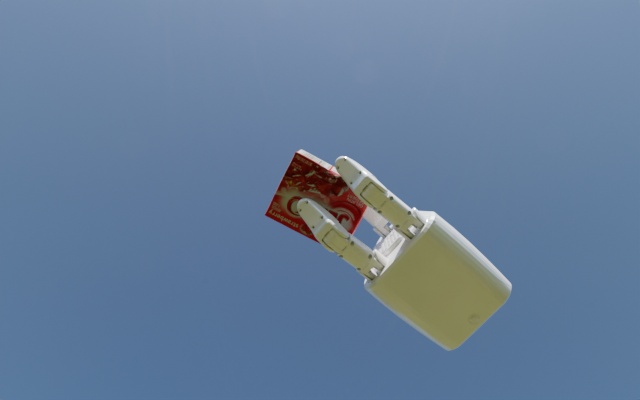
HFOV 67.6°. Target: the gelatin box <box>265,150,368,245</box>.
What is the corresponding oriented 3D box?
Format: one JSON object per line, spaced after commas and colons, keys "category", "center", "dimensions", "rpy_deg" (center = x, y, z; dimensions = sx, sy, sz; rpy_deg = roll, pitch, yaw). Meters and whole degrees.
{"category": "gelatin box", "center": [0.000, 0.001, 0.480], "dimensions": [0.089, 0.073, 0.030], "rpy_deg": [28, 14, 2]}
